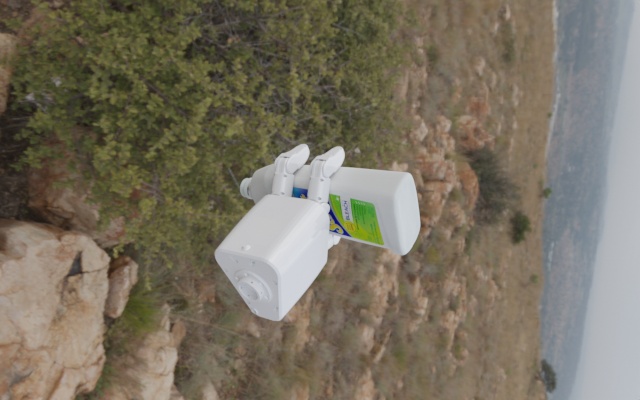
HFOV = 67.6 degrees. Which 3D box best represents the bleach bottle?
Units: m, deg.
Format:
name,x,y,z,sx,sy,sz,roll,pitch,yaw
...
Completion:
name,x,y,z,sx,sy,sz,roll,pitch,yaw
bleach bottle,0.000,0.002,0.636,0.251,0.103,0.068,7,39,31
